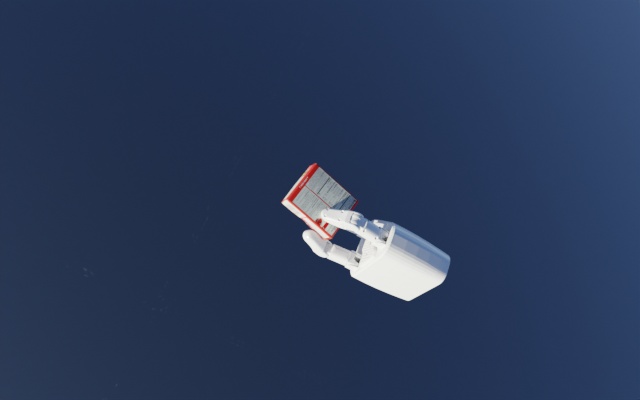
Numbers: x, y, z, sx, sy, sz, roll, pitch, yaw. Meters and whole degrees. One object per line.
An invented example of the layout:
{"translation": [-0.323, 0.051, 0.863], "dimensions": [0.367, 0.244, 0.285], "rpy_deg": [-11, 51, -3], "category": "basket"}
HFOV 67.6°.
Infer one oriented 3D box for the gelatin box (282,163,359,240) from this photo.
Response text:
{"translation": [0.000, 0.002, 0.698], "dimensions": [0.089, 0.073, 0.030], "rpy_deg": [41, -21, -12], "category": "gelatin box"}
